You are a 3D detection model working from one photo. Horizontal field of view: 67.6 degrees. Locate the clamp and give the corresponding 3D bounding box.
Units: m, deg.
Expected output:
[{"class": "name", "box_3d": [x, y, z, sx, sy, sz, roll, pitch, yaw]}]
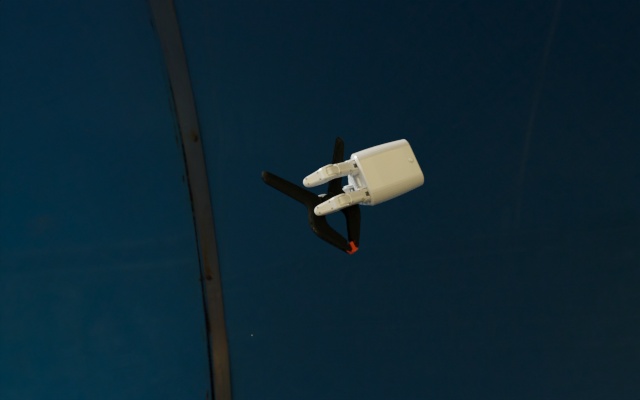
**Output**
[{"class": "clamp", "box_3d": [0.000, 0.003, 0.848, 0.164, 0.210, 0.036, -20, -12, -11]}]
